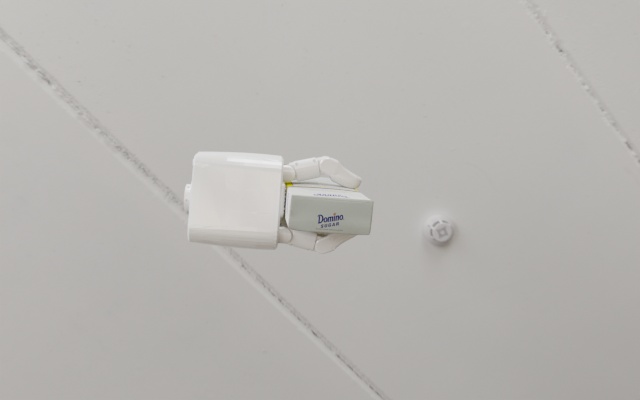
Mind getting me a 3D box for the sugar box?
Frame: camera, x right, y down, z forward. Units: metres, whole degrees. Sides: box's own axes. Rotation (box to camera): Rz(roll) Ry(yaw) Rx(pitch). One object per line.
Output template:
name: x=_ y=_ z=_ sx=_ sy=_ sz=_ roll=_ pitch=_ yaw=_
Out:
sugar box: x=0.000 y=0.002 z=0.597 sx=0.093 sy=0.048 sz=0.176 roll=4 pitch=11 yaw=-8
